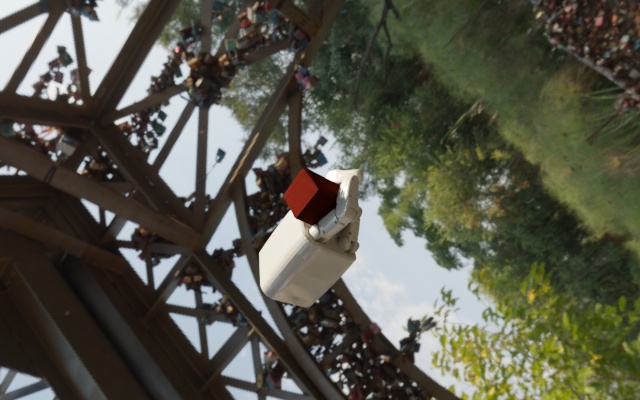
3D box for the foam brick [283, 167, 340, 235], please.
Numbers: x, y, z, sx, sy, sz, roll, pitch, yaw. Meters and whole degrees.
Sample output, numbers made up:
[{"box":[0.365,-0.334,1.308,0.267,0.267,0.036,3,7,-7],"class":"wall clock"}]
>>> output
[{"box":[0.000,0.002,0.630,0.078,0.051,0.053,25,23,-39],"class":"foam brick"}]
